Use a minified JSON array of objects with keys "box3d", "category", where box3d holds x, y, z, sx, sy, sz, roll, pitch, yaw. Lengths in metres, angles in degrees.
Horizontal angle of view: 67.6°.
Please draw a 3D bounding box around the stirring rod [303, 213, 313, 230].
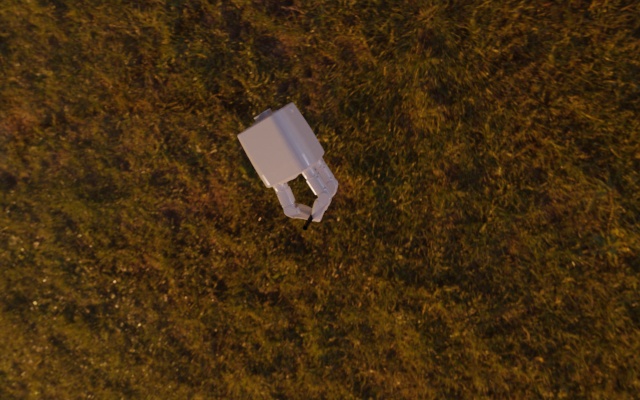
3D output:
[{"box3d":[0.000,0.003,0.883,0.011,0.011,0.239,0,20,13],"category":"stirring rod"}]
